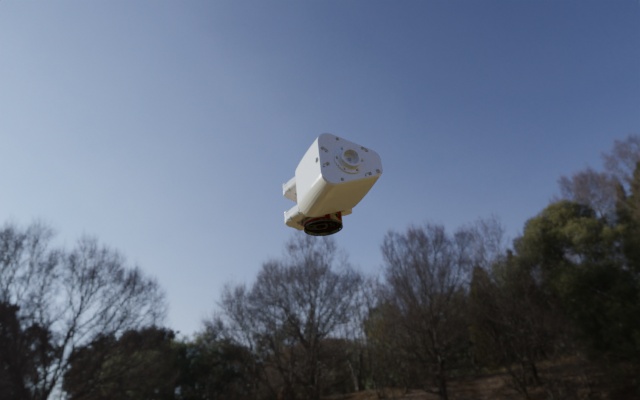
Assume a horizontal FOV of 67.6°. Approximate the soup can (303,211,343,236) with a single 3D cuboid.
[{"bbox_3d":[0.000,0.003,0.835,0.068,0.102,0.068,-5,-26,-2],"label":"soup can"}]
